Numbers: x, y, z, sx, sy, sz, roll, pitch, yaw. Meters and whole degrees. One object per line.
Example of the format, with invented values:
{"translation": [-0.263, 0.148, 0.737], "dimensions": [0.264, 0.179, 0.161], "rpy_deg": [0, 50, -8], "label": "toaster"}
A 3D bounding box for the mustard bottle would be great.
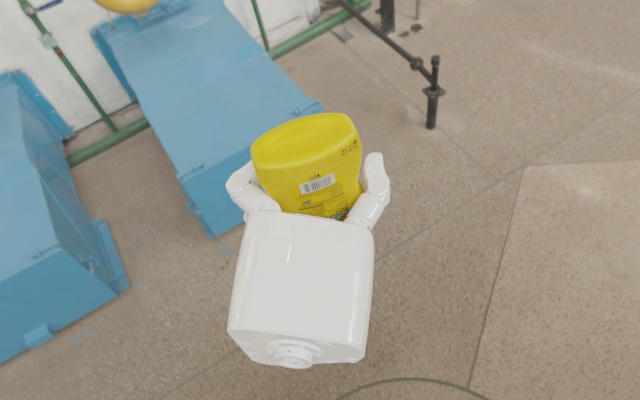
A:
{"translation": [0.000, 0.001, 0.487], "dimensions": [0.096, 0.058, 0.192], "rpy_deg": [-20, -37, -3], "label": "mustard bottle"}
